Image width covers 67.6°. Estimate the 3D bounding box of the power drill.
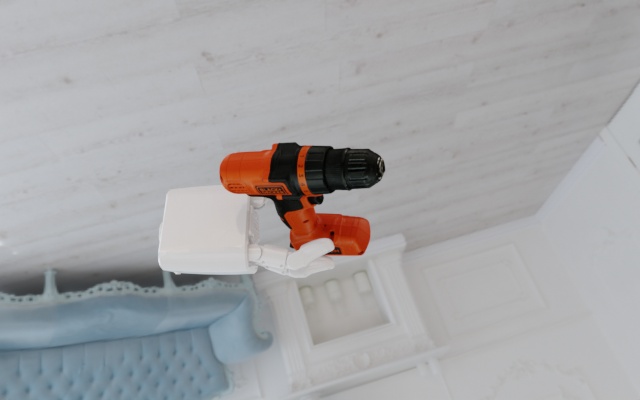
[{"bbox_3d":[0.000,0.002,0.557,0.184,0.057,0.188,1,-31,23],"label":"power drill"}]
